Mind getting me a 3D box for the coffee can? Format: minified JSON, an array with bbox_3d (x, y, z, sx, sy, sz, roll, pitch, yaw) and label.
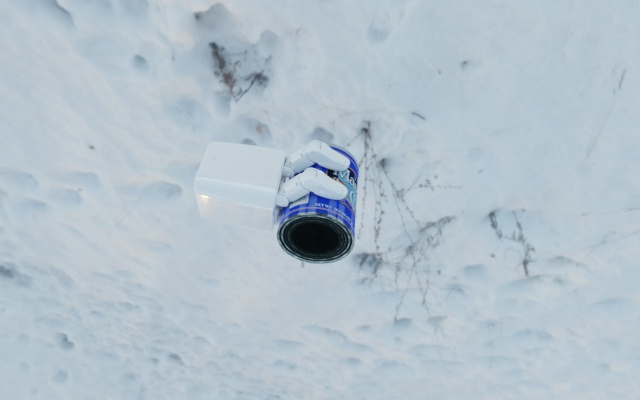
[{"bbox_3d":[0.000,0.002,0.669,0.103,0.140,0.103,4,-44,4],"label":"coffee can"}]
